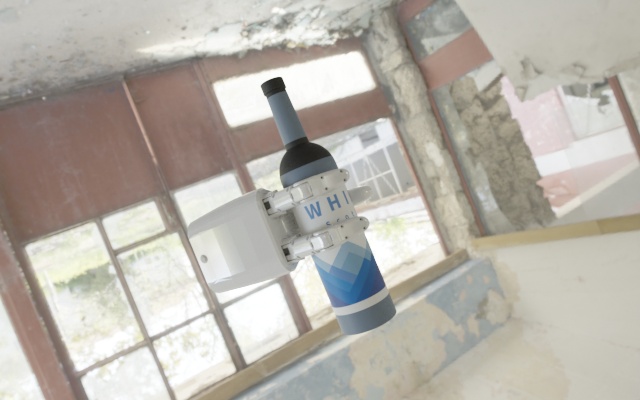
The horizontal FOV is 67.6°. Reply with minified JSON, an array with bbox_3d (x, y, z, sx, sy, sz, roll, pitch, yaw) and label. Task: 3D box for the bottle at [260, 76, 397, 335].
[{"bbox_3d":[0.000,0.002,0.541,0.069,0.295,0.069,-22,1,0],"label":"bottle"}]
